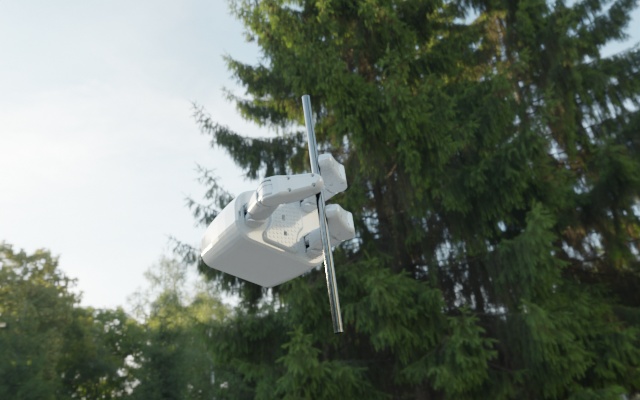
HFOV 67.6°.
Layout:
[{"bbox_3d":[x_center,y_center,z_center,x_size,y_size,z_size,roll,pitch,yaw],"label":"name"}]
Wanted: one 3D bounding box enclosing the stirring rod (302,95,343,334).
[{"bbox_3d":[0.000,0.002,0.446,0.011,0.239,0.011,-7,-24,-3],"label":"stirring rod"}]
